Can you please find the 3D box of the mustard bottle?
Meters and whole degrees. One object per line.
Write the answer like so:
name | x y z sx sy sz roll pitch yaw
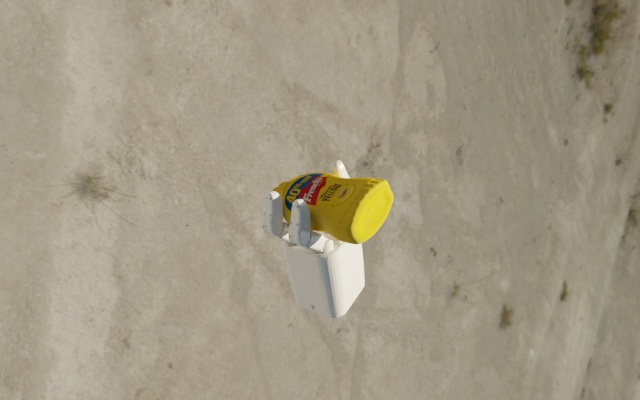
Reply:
mustard bottle | 0.000 0.002 0.671 0.191 0.058 0.096 10 52 43
